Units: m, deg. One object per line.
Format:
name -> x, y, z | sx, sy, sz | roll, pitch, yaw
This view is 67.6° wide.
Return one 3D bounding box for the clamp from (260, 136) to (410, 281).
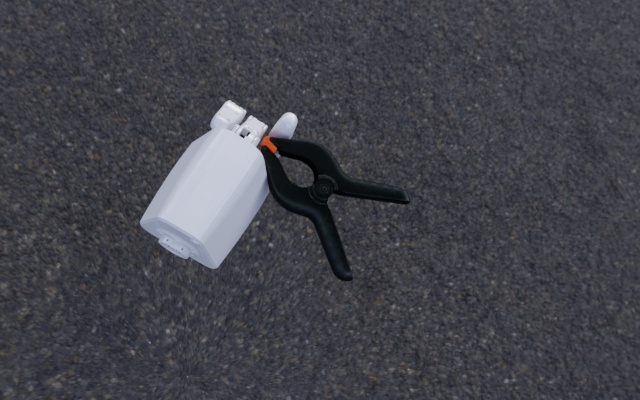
clamp -> 0.000, 0.001, 0.506 | 0.171, 0.120, 0.039 | 30, -19, -3
